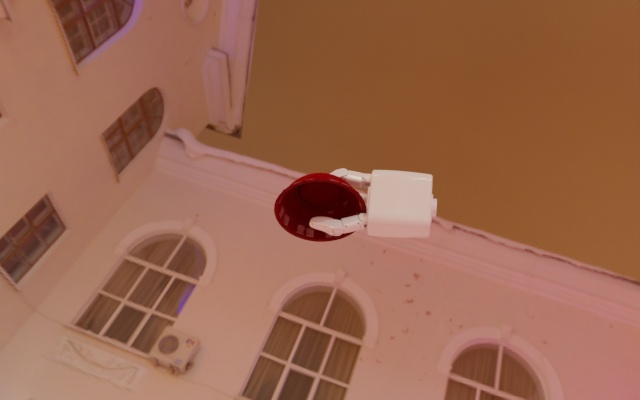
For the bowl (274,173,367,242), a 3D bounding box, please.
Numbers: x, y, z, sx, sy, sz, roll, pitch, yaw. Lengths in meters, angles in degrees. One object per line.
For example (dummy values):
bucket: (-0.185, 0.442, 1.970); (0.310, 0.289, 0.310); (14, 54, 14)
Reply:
bowl: (-0.001, 0.002, 0.849); (0.162, 0.055, 0.162); (1, -44, 1)
